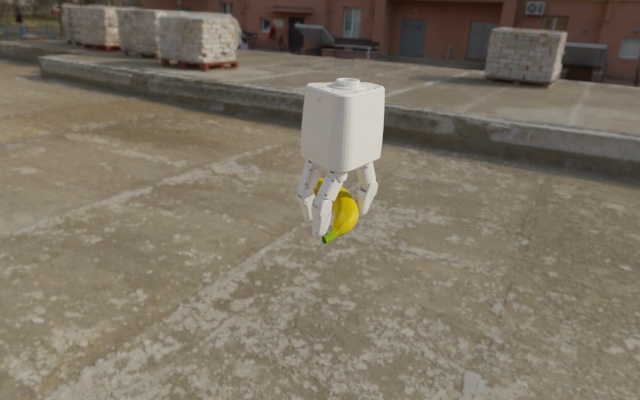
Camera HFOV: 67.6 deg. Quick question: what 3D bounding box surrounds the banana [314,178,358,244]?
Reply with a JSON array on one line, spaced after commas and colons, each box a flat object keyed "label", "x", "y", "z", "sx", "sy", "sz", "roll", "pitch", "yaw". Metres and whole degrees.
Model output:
[{"label": "banana", "x": 0.019, "y": 0.003, "z": 0.766, "sx": 0.069, "sy": 0.037, "sz": 0.197, "roll": -2, "pitch": 26, "yaw": -10}]
